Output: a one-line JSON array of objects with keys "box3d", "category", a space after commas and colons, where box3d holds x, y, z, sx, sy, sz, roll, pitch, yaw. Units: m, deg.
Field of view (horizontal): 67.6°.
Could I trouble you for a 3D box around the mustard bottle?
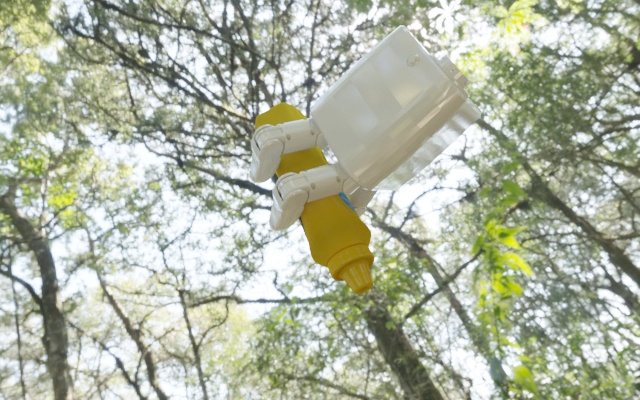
[{"box3d": [0.000, 0.001, 0.451, 0.058, 0.191, 0.096, -28, -30, 1], "category": "mustard bottle"}]
